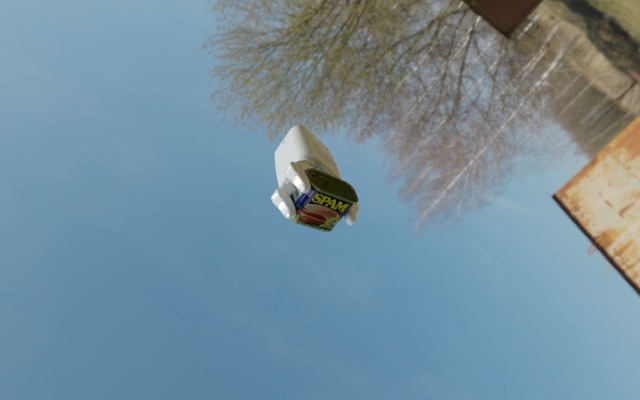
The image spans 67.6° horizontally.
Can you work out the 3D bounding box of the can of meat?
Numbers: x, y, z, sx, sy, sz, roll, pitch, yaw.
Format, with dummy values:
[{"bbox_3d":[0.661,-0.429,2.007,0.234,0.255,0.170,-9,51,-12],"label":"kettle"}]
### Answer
[{"bbox_3d":[0.000,0.003,0.836,0.102,0.084,0.057,20,33,-31],"label":"can of meat"}]
